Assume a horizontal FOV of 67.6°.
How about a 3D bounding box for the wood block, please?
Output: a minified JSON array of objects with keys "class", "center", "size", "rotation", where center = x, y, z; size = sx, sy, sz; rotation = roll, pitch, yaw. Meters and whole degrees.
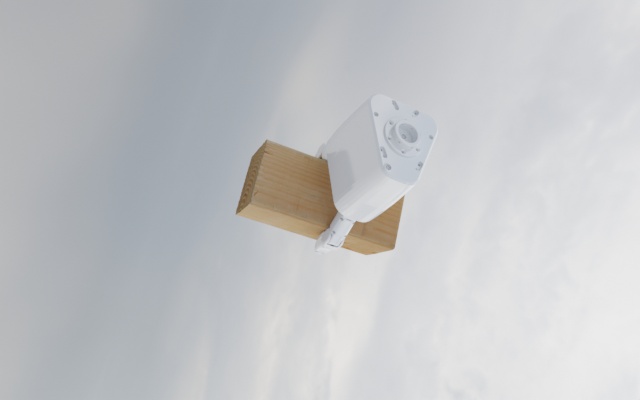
[{"class":"wood block","center":[0.000,0.002,0.659],"size":[0.206,0.090,0.090],"rotation":[19,-17,-17]}]
